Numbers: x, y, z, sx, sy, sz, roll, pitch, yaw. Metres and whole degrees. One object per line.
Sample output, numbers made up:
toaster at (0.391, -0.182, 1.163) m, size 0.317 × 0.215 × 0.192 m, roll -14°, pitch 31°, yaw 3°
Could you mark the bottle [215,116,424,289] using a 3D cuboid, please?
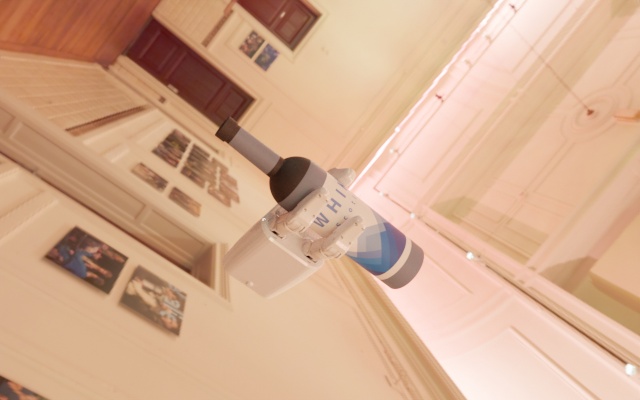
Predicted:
bottle at (0.000, 0.002, 0.580) m, size 0.296 × 0.069 × 0.069 m, roll 38°, pitch -13°, yaw -17°
